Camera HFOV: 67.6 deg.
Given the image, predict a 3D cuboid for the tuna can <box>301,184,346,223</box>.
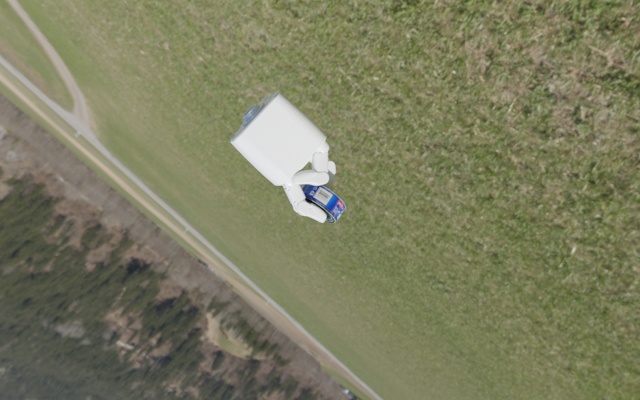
[{"bbox_3d":[0.000,0.003,0.835,0.086,0.033,0.086,31,-15,10],"label":"tuna can"}]
